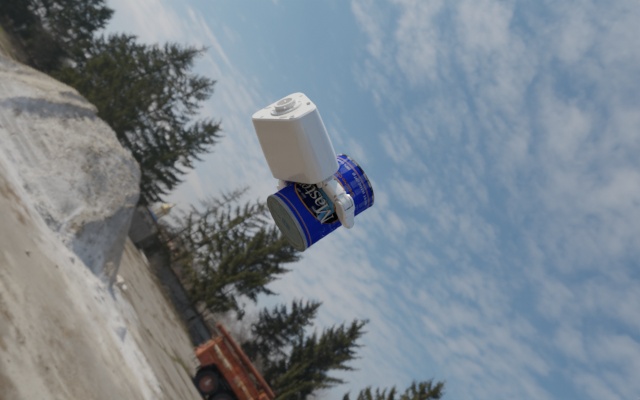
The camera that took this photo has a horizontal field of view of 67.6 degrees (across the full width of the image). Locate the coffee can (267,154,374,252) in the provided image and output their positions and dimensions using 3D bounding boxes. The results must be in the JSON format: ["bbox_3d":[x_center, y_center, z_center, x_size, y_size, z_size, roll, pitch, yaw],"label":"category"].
[{"bbox_3d":[0.000,0.003,0.766,0.140,0.103,0.103,-32,12,-19],"label":"coffee can"}]
